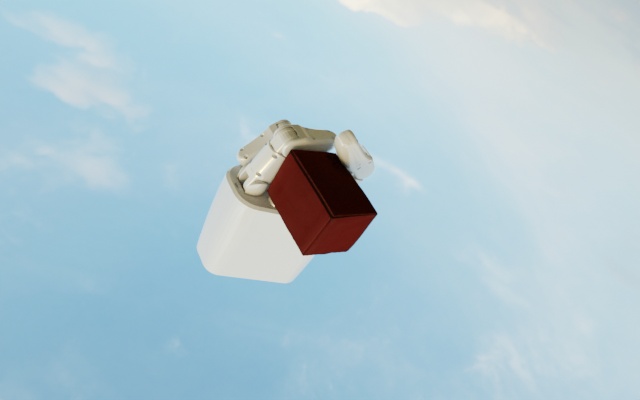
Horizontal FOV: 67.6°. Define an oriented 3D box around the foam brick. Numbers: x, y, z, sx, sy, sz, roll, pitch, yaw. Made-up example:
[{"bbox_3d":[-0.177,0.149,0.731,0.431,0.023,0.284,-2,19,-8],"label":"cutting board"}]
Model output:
[{"bbox_3d":[0.000,0.001,0.407,0.053,0.078,0.051,0,-44,-40],"label":"foam brick"}]
